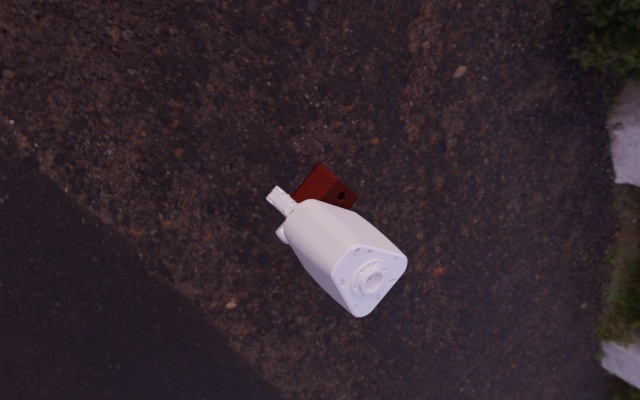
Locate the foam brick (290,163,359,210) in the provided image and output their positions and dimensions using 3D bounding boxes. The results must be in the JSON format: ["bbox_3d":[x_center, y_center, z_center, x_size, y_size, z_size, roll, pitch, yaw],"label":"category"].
[{"bbox_3d":[0.000,0.002,0.623,0.053,0.078,0.051,40,-1,-42],"label":"foam brick"}]
